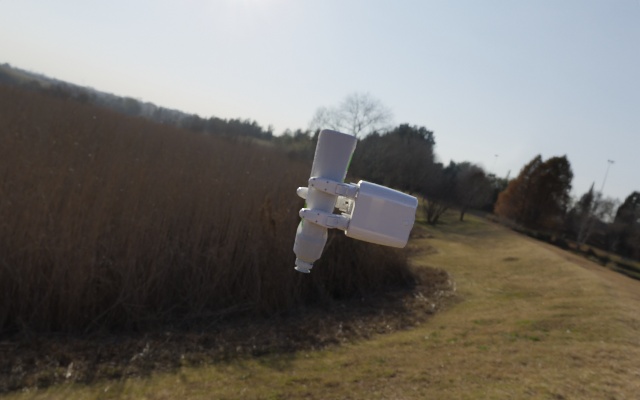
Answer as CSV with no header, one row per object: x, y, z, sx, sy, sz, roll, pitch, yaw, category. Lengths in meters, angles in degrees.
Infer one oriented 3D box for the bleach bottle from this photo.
0.000,0.003,0.849,0.068,0.251,0.102,15,4,-2,bleach bottle
